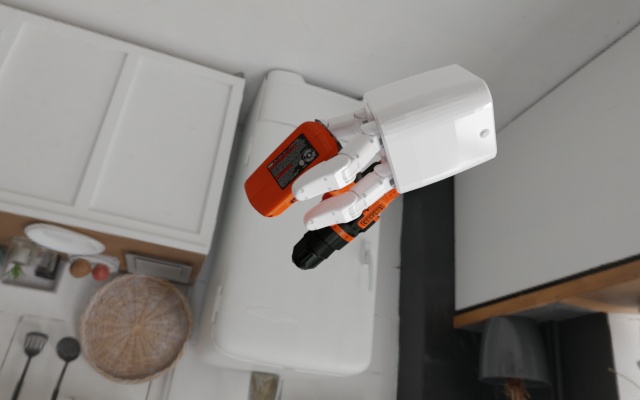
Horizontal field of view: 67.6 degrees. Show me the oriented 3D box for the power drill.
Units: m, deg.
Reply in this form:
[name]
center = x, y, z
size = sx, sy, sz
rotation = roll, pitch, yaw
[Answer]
[power drill]
center = 0.000, 0.002, 0.541
size = 0.057, 0.184, 0.188
rotation = 51, 12, 30
